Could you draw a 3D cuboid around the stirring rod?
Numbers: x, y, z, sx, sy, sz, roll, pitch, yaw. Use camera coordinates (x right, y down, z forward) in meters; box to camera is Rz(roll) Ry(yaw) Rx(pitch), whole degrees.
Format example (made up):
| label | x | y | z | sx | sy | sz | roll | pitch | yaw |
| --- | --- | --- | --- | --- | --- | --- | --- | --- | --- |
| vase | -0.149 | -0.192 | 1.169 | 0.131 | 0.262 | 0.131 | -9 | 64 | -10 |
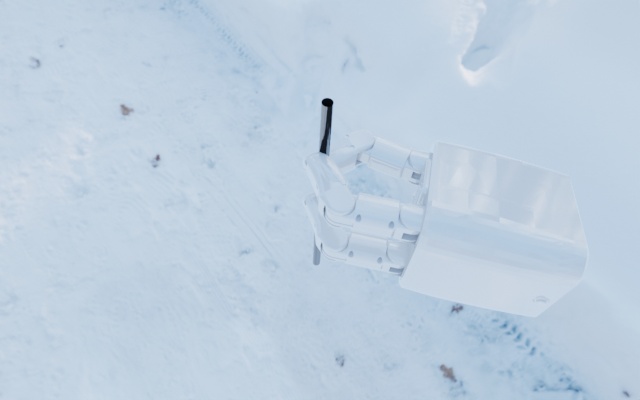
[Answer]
| label | x | y | z | sx | sy | sz | roll | pitch | yaw |
| --- | --- | --- | --- | --- | --- | --- | --- | --- | --- |
| stirring rod | 0.000 | 0.001 | 0.409 | 0.011 | 0.011 | 0.240 | 0 | -32 | -3 |
